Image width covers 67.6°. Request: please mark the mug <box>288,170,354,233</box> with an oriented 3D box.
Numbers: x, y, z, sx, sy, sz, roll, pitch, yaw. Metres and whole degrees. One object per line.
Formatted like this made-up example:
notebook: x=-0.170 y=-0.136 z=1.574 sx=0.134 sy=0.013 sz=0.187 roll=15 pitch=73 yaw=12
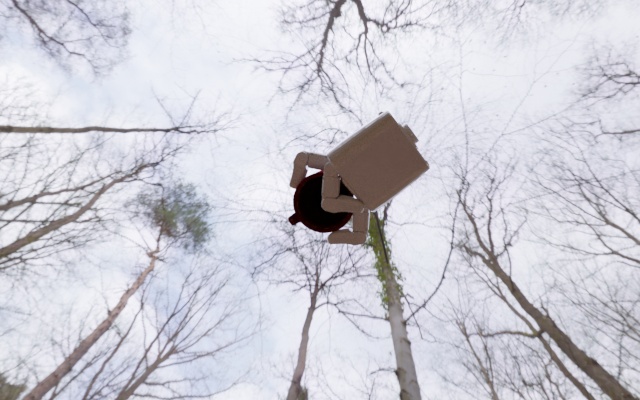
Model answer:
mug: x=-0.001 y=0.003 z=0.750 sx=0.117 sy=0.093 sz=0.081 roll=-35 pitch=5 yaw=13
